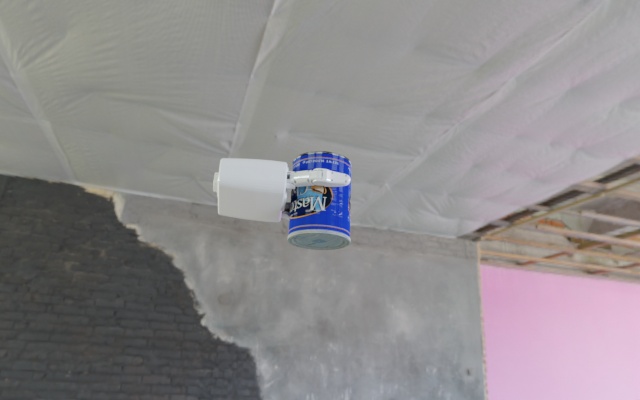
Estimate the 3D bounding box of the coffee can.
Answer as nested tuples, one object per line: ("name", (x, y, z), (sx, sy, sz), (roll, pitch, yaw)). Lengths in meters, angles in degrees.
("coffee can", (0.000, 0.003, 0.799), (0.103, 0.140, 0.103), (2, -20, 1))
